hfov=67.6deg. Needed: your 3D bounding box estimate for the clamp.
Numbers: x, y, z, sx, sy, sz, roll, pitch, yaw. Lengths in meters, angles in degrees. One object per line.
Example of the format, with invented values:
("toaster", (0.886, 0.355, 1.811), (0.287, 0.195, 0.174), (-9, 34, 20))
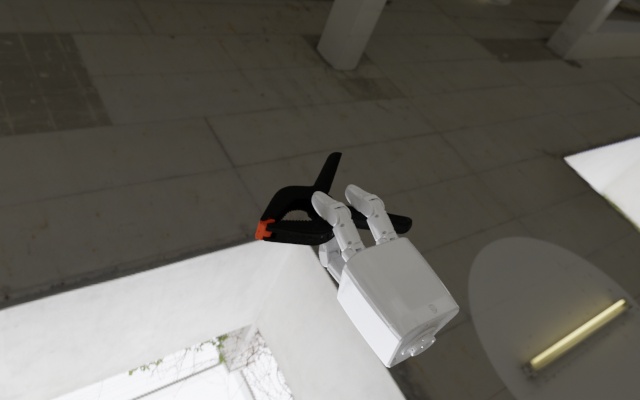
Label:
("clamp", (0.000, 0.003, 0.629), (0.210, 0.036, 0.164), (-13, 50, -35))
